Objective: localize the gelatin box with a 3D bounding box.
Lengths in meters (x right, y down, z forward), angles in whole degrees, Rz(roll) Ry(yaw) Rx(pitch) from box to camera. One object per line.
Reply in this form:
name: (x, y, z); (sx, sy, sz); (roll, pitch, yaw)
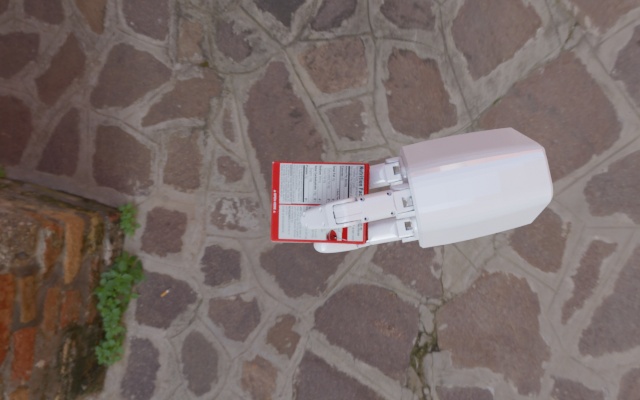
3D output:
gelatin box: (0.000, 0.001, 0.437); (0.089, 0.073, 0.030); (1, 3, 5)
